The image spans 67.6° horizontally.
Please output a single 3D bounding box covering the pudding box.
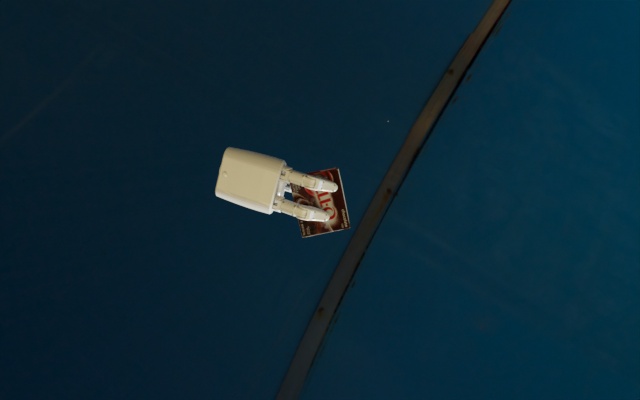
[{"bbox_3d":[0.000,0.003,0.867,0.090,0.113,0.039,-12,9,8],"label":"pudding box"}]
